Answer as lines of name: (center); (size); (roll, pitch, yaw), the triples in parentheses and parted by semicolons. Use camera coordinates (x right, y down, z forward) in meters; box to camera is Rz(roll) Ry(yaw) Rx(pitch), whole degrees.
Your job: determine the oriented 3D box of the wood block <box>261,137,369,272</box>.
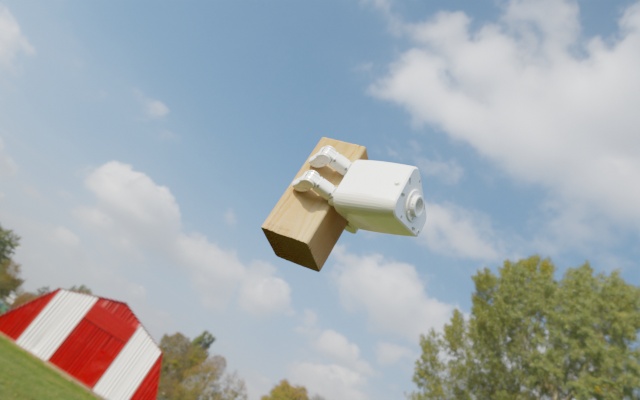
wood block: (0.001, 0.003, 0.806); (0.090, 0.206, 0.091); (17, -32, 27)
